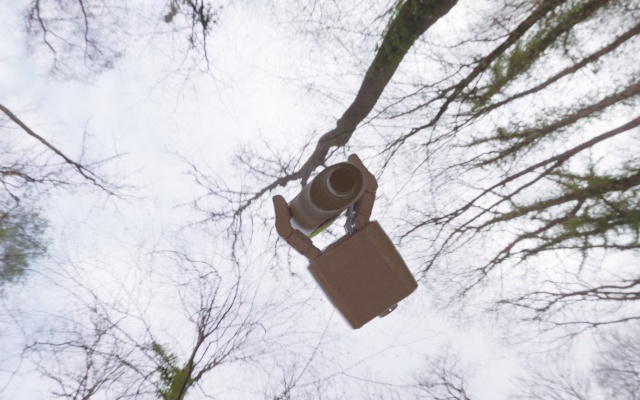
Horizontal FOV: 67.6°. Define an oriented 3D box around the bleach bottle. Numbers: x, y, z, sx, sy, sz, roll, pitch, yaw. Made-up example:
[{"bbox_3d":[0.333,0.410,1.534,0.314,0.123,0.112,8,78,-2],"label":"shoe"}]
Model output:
[{"bbox_3d":[0.000,0.002,0.632,0.102,0.068,0.251,-34,-3,-11],"label":"bleach bottle"}]
